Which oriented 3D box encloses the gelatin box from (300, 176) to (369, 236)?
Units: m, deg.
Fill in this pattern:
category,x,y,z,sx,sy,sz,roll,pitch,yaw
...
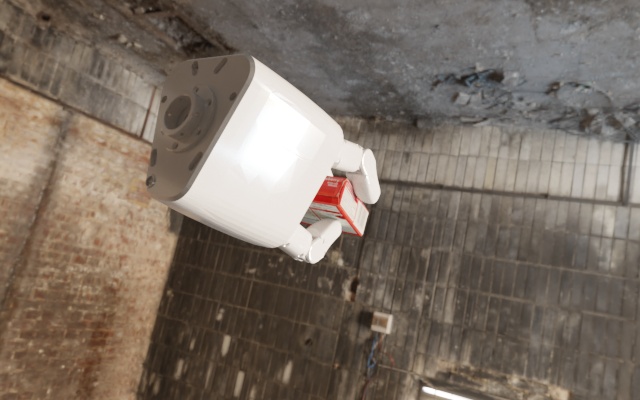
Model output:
category,x,y,z,sx,sy,sz,roll,pitch,yaw
gelatin box,0.000,0.002,0.463,0.073,0.030,0.089,10,-18,24
